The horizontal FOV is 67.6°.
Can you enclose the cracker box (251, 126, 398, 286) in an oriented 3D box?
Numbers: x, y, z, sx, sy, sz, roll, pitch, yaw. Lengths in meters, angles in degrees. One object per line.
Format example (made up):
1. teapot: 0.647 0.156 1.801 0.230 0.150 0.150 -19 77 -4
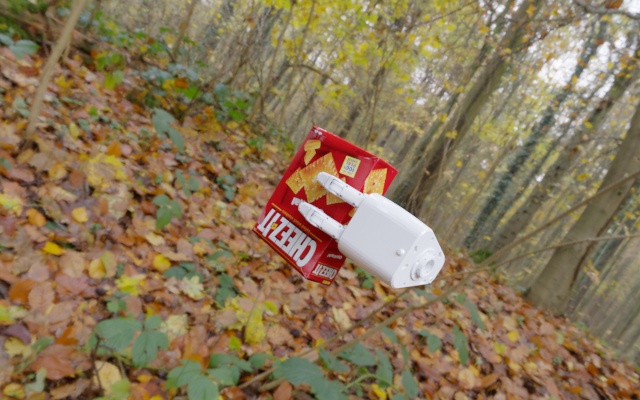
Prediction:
1. cracker box: 0.000 0.002 0.778 0.164 0.214 0.072 34 5 42
